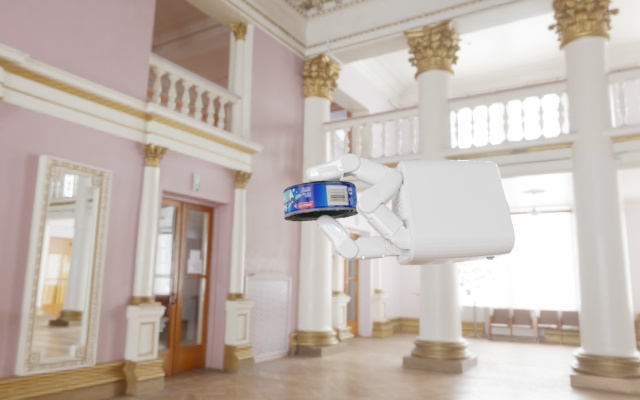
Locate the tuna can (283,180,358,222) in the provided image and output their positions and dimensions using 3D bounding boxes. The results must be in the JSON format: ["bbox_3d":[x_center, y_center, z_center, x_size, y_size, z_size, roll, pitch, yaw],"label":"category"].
[{"bbox_3d":[0.000,0.001,0.546,0.086,0.033,0.086,-4,-9,-1],"label":"tuna can"}]
